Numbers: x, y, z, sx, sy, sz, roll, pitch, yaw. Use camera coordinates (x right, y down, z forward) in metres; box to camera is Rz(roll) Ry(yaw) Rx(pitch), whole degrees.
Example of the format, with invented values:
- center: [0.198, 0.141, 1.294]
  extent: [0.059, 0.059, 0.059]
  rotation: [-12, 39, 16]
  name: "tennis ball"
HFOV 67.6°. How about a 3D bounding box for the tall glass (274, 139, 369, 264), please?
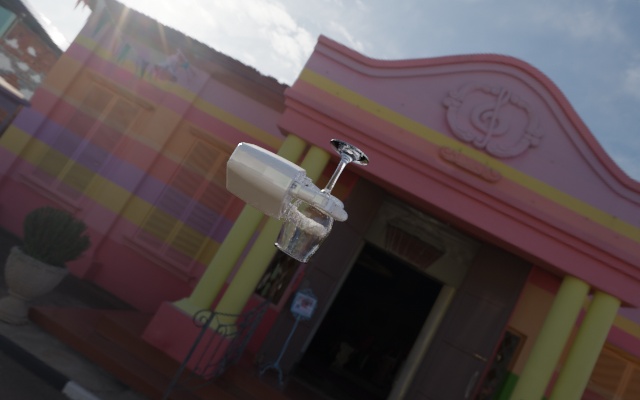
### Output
- center: [0.001, 0.002, 0.788]
  extent: [0.079, 0.201, 0.079]
  rotation: [29, -11, 6]
  name: "tall glass"
